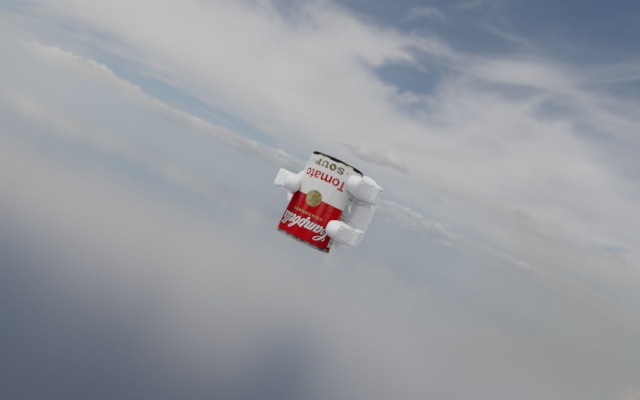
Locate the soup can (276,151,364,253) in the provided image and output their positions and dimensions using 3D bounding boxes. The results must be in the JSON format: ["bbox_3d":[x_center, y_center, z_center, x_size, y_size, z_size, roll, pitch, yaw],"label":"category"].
[{"bbox_3d":[0.000,0.001,0.558,0.068,0.102,0.068,25,-1,1],"label":"soup can"}]
